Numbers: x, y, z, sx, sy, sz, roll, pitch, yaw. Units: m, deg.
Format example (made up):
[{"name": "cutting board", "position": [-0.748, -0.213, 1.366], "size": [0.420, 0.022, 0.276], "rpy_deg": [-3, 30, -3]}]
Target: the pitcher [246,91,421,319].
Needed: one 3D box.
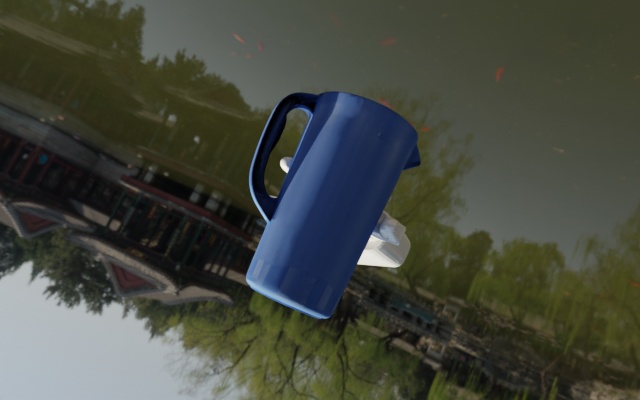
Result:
[{"name": "pitcher", "position": [0.000, 0.002, 0.557], "size": [0.149, 0.243, 0.145], "rpy_deg": [19, -11, 31]}]
